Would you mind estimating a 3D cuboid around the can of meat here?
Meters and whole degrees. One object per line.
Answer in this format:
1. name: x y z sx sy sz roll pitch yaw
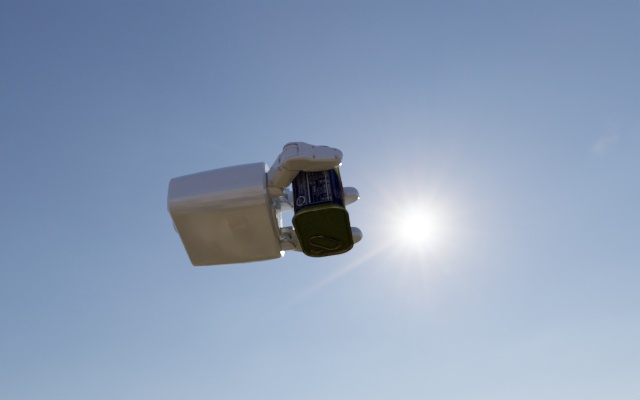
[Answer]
1. can of meat: 0.000 0.001 0.521 0.057 0.084 0.102 -9 -33 4
